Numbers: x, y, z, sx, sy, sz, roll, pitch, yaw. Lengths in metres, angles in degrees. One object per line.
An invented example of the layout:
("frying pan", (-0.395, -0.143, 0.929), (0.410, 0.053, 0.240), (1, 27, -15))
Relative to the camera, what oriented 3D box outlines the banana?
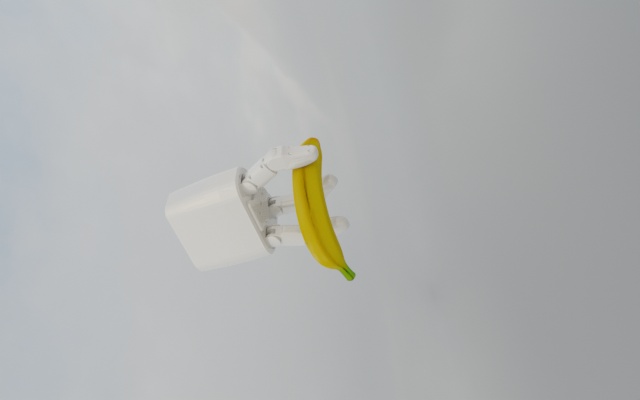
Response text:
("banana", (-0.007, -0.001, 0.568), (0.037, 0.197, 0.070), (-21, -26, 17))
